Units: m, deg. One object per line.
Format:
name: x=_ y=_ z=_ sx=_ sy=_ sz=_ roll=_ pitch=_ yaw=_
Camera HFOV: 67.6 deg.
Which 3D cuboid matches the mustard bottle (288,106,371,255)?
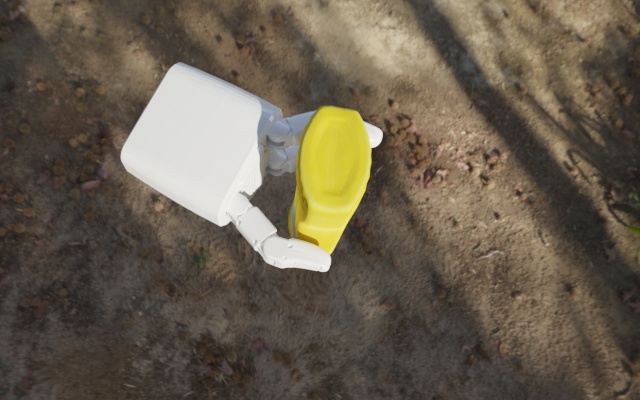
mustard bottle: x=0.000 y=0.001 z=0.450 sx=0.058 sy=0.096 sz=0.192 roll=6 pitch=-23 yaw=-5
